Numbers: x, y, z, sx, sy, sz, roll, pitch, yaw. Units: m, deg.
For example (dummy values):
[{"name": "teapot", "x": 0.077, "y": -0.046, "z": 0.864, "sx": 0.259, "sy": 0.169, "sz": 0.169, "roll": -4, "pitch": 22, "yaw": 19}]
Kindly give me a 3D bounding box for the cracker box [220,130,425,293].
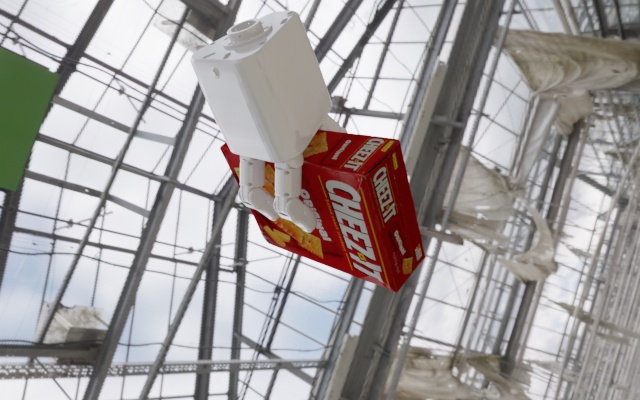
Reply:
[{"name": "cracker box", "x": 0.000, "y": 0.002, "z": 0.553, "sx": 0.213, "sy": 0.164, "sz": 0.072, "roll": 15, "pitch": 49, "yaw": 40}]
